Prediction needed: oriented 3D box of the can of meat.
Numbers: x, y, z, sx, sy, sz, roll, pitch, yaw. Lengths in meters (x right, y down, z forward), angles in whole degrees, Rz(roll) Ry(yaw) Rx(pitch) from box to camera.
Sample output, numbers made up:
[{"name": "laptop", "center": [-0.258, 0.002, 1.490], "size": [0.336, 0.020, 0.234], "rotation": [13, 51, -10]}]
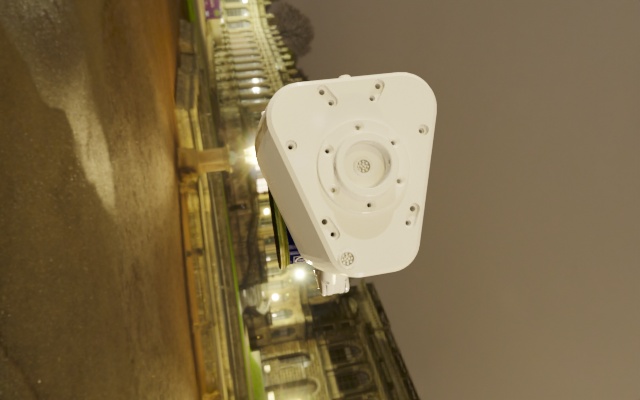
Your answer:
[{"name": "can of meat", "center": [0.000, 0.001, 0.404], "size": [0.084, 0.102, 0.057], "rotation": [-8, -6, -9]}]
